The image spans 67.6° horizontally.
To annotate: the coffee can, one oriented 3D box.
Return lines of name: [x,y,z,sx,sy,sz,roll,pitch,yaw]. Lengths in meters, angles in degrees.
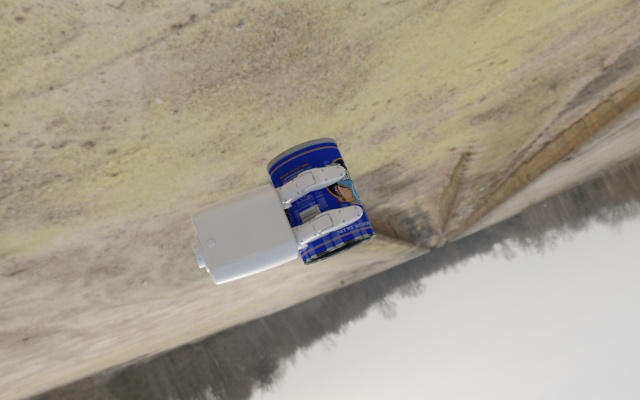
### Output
coffee can: [0.000,0.002,0.638,0.103,0.140,0.103,-22,-11,-4]
